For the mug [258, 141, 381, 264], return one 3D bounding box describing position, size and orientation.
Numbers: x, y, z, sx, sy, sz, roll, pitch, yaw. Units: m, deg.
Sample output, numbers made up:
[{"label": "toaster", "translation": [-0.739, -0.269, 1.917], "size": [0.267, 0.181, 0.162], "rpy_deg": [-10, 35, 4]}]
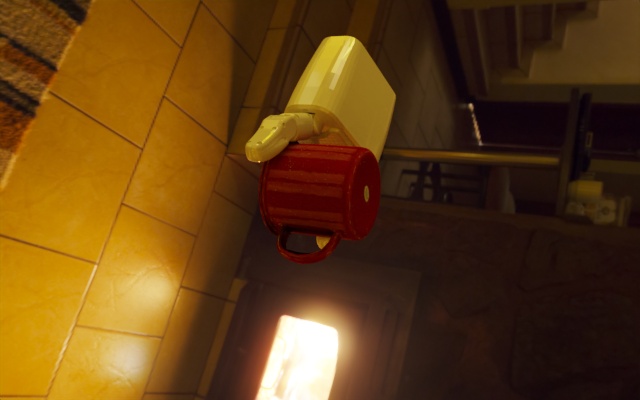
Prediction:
[{"label": "mug", "translation": [0.000, 0.003, 0.421], "size": [0.081, 0.117, 0.093], "rpy_deg": [6, -31, 26]}]
